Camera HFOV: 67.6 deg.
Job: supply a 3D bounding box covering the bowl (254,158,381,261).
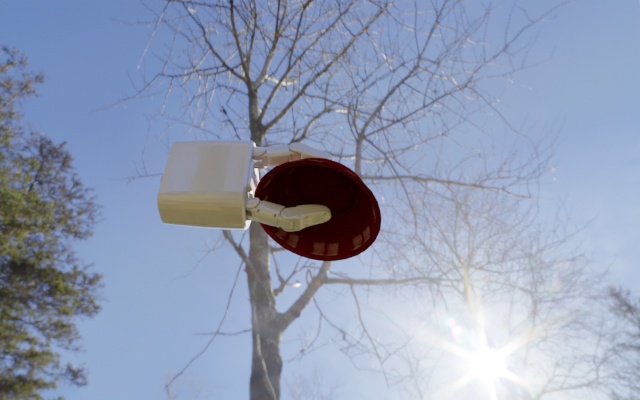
[{"bbox_3d":[0.001,0.002,0.608,0.162,0.162,0.055,0,38,16],"label":"bowl"}]
